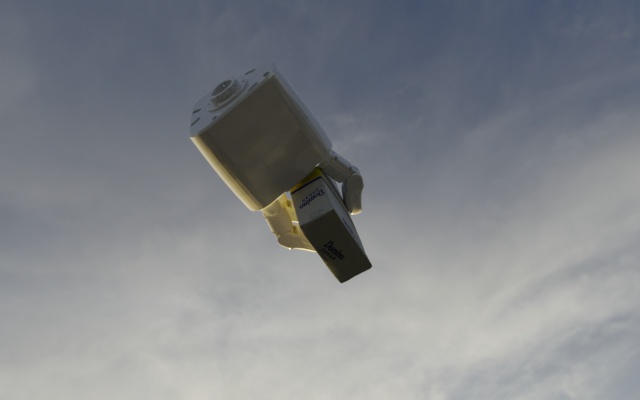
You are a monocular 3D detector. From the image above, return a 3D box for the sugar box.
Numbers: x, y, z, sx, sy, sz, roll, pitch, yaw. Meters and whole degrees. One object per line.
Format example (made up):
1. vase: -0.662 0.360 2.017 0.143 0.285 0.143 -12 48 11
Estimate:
1. sugar box: 0.000 0.002 0.545 0.048 0.093 0.176 -28 34 9
